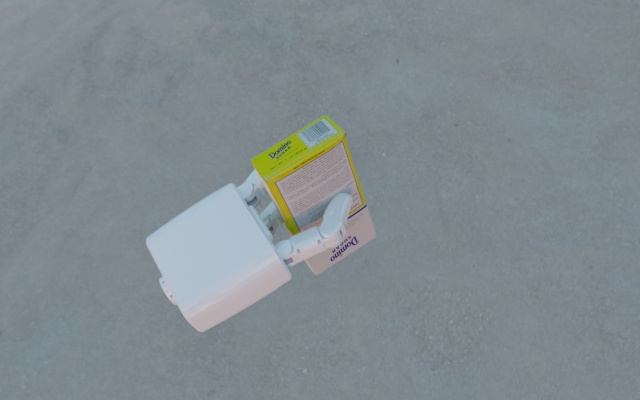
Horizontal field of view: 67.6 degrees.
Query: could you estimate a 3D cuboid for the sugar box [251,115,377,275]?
[{"bbox_3d":[0.000,0.001,0.529,0.093,0.176,0.048,-31,50,-9],"label":"sugar box"}]
